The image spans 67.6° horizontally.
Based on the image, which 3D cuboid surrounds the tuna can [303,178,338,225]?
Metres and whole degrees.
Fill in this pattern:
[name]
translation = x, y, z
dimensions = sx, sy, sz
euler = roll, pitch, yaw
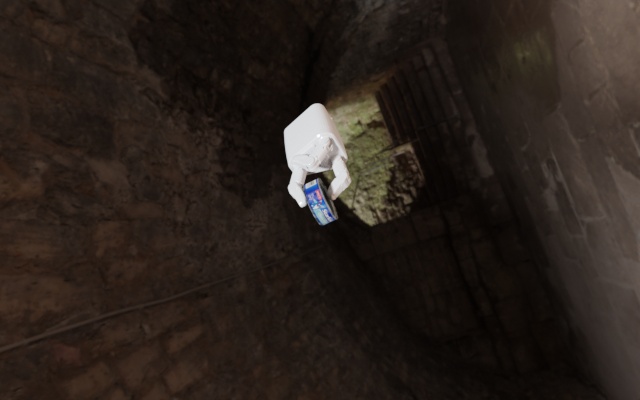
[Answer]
[tuna can]
translation = 0.000, 0.003, 0.898
dimensions = 0.034, 0.086, 0.086
euler = -25, -4, 8
